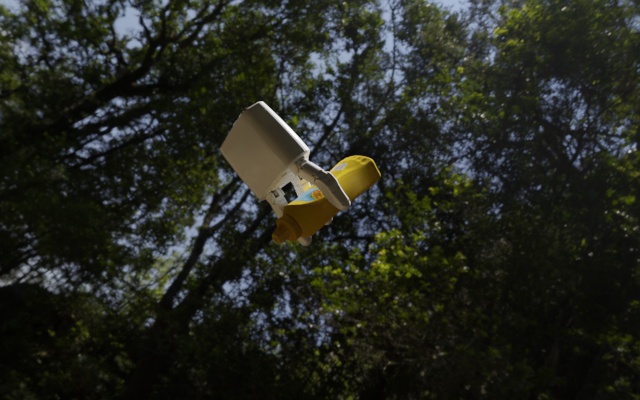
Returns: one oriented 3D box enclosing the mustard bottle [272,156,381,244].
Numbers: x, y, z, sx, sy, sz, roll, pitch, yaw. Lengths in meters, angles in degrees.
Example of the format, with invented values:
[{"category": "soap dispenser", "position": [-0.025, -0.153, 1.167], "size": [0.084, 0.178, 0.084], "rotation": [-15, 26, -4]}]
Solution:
[{"category": "mustard bottle", "position": [0.000, 0.003, 0.726], "size": [0.191, 0.058, 0.096], "rotation": [-39, 19, -30]}]
